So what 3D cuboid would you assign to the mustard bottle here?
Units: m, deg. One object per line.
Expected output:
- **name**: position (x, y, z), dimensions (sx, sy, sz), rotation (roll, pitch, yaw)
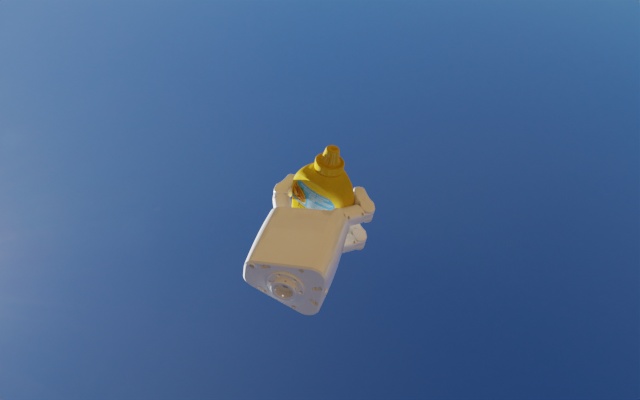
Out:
- **mustard bottle**: position (0.000, 0.002, 0.695), dimensions (0.096, 0.192, 0.058), rotation (34, 45, 24)
